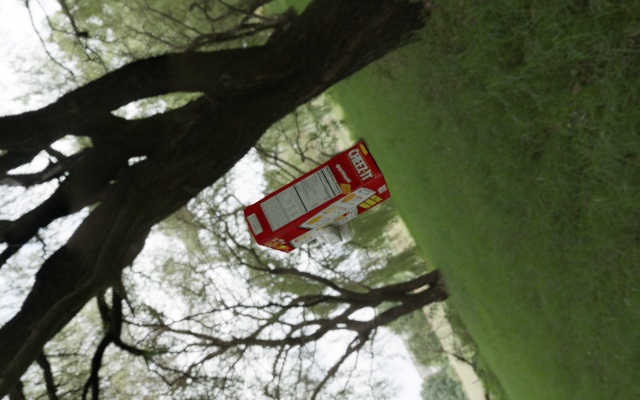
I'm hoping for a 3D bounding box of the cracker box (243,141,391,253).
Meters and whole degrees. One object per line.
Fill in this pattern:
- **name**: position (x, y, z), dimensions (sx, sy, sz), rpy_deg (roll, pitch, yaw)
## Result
- **cracker box**: position (0.000, 0.003, 0.778), dimensions (0.214, 0.072, 0.164), rpy_deg (-30, -15, 5)
